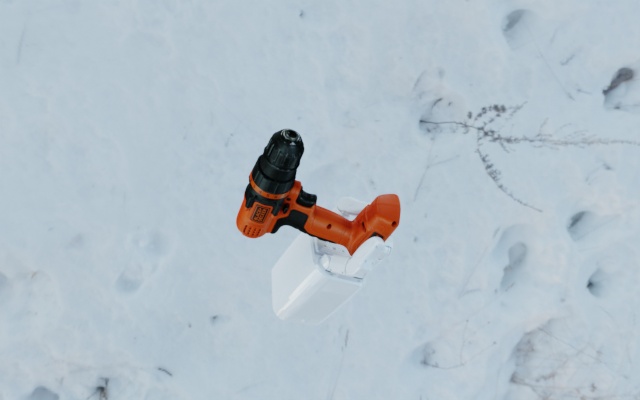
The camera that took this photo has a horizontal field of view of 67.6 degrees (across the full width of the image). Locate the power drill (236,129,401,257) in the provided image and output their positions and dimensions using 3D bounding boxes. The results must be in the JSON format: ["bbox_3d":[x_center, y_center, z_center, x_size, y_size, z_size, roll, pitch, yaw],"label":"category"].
[{"bbox_3d":[0.000,0.002,0.592,0.187,0.057,0.184,18,-40,-12],"label":"power drill"}]
